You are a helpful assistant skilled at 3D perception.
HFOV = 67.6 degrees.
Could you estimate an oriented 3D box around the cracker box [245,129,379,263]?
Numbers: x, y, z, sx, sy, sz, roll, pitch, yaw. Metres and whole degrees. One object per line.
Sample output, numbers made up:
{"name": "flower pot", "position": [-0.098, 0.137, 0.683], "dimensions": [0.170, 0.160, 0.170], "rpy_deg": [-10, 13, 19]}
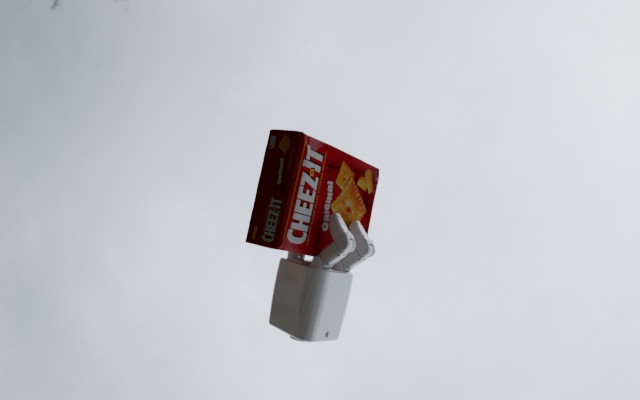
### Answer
{"name": "cracker box", "position": [0.000, 0.002, 0.726], "dimensions": [0.072, 0.164, 0.214], "rpy_deg": [8, -6, 37]}
